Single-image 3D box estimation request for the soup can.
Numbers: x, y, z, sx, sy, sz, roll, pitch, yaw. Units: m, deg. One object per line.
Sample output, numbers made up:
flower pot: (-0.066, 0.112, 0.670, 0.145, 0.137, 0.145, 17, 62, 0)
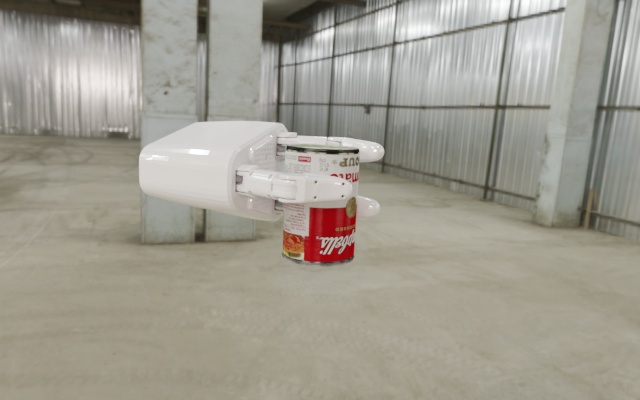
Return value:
soup can: (0.000, 0.001, 0.436, 0.068, 0.102, 0.068, 3, 10, 0)
